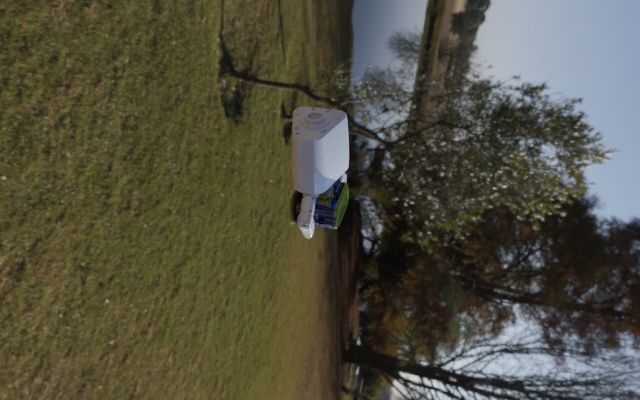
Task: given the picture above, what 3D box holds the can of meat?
[{"bbox_3d":[0.000,0.003,0.854,0.084,0.057,0.102,8,37,13],"label":"can of meat"}]
